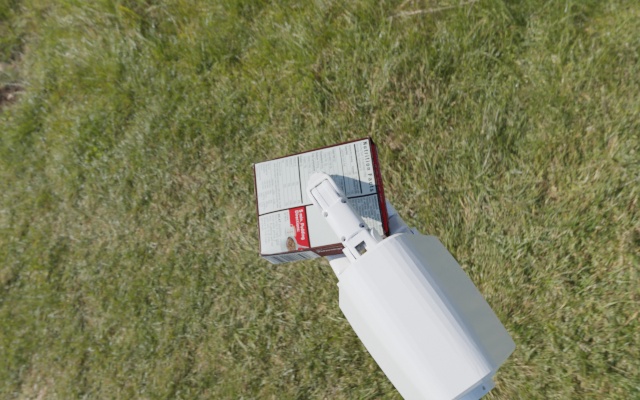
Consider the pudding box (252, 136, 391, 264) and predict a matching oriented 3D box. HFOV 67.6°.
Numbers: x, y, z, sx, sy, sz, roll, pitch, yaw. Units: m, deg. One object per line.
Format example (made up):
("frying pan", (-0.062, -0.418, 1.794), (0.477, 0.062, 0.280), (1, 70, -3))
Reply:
("pudding box", (0.000, 0.001, 0.416), (0.113, 0.090, 0.039), (-10, -18, 13))
